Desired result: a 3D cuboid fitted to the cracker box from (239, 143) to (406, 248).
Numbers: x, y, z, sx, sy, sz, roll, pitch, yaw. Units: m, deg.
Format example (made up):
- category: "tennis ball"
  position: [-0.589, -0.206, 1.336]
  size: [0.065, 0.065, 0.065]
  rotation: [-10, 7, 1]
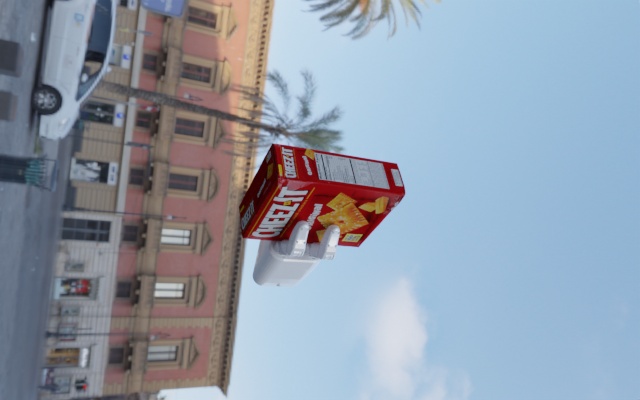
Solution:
- category: "cracker box"
  position: [0.000, 0.002, 0.748]
  size: [0.214, 0.072, 0.164]
  rotation: [6, -37, -26]
